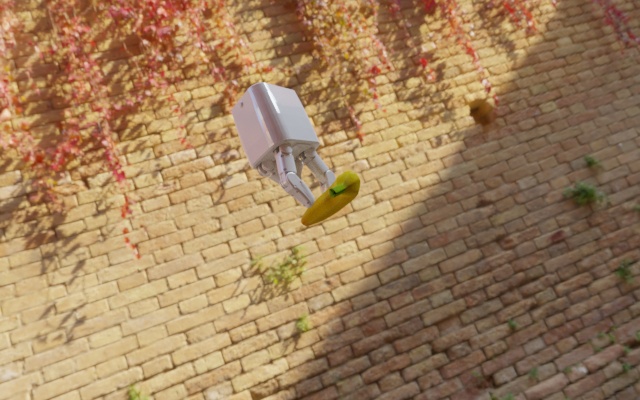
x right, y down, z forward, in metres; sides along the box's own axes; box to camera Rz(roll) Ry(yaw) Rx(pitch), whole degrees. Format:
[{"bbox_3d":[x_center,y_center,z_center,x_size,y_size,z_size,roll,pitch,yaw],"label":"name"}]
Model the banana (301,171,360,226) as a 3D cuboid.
[{"bbox_3d":[0.017,-0.005,0.703,0.069,0.037,0.198,-21,-10,-18],"label":"banana"}]
